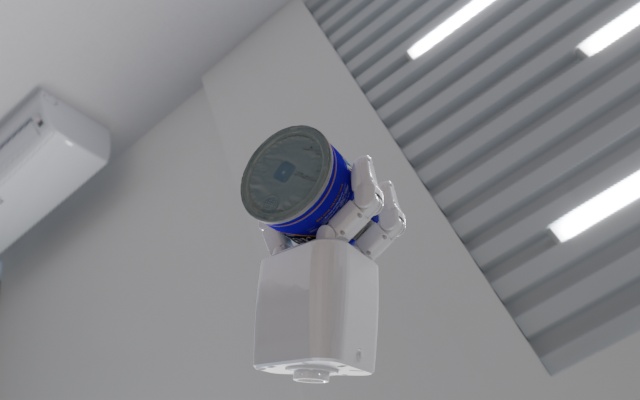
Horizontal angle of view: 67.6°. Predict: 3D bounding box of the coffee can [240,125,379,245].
[{"bbox_3d":[0.000,0.001,0.501,0.103,0.102,0.140,0,-24,34],"label":"coffee can"}]
